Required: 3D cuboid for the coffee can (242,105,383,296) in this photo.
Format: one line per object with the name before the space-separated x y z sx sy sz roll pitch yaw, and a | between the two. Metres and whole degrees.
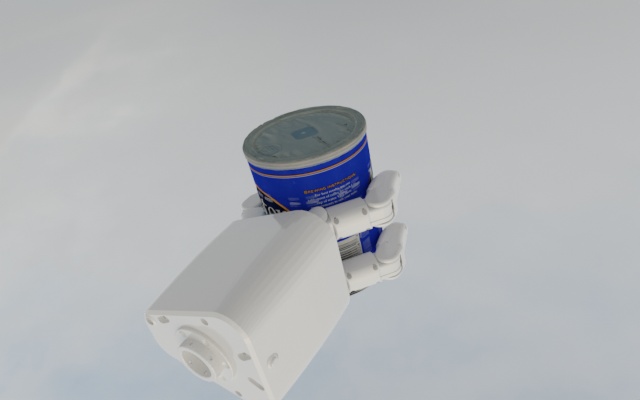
coffee can | 0.000 0.001 0.423 0.103 0.140 0.102 -10 32 6
